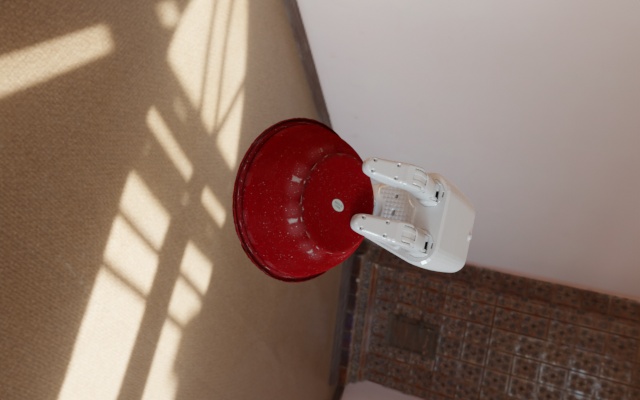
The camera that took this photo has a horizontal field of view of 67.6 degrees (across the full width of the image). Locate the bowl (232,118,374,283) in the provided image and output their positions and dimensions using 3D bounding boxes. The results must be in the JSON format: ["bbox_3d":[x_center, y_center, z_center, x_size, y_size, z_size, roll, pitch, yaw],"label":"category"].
[{"bbox_3d":[-0.001,0.001,0.449,0.162,0.162,0.055,0,3,-41],"label":"bowl"}]
